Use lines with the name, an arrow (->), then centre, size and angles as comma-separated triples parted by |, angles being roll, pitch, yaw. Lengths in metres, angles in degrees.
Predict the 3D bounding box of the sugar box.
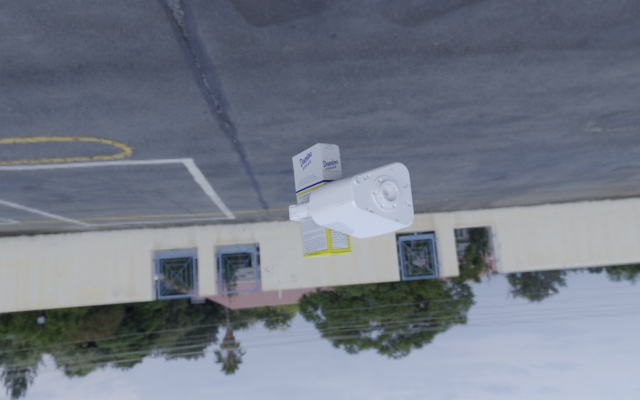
sugar box -> 0.001, 0.003, 0.782 | 0.048, 0.176, 0.093 | 2, -11, -32
